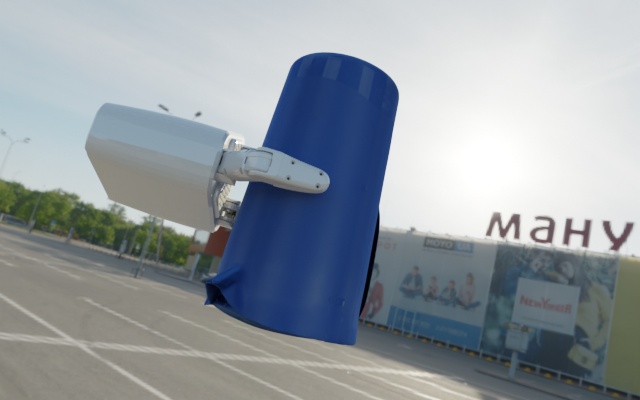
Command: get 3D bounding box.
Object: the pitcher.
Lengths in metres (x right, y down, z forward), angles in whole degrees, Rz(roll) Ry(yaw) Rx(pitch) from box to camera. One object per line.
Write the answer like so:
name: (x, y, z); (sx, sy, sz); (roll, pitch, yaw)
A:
pitcher: (0.000, 0.001, 0.439); (0.145, 0.242, 0.149); (15, -11, -1)
